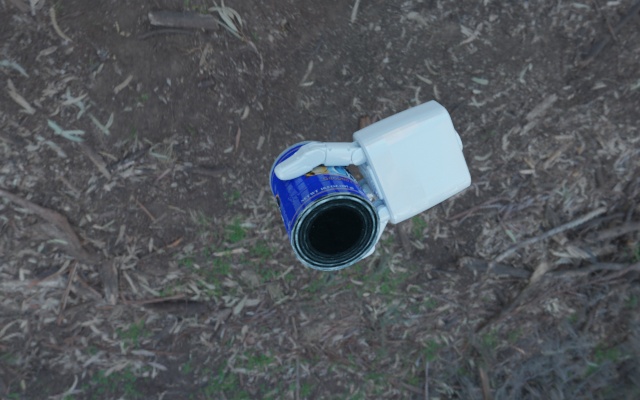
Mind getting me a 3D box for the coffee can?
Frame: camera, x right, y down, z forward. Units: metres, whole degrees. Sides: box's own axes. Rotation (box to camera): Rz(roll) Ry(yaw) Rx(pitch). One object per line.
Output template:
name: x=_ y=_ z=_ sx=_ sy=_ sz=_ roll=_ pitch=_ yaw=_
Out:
coffee can: x=0.000 y=0.002 z=0.579 sx=0.103 sy=0.103 sz=0.140 roll=0 pitch=30 yaw=-17
